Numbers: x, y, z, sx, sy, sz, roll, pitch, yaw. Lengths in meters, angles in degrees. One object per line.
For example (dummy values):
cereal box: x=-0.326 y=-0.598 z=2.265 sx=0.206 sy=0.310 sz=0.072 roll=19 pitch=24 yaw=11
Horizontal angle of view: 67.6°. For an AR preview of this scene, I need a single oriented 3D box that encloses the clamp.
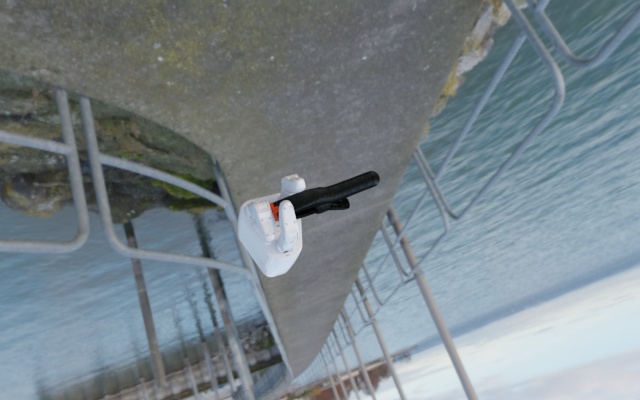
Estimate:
clamp: x=0.000 y=0.003 z=0.748 sx=0.171 sy=0.039 sz=0.120 roll=-14 pitch=-21 yaw=-19
